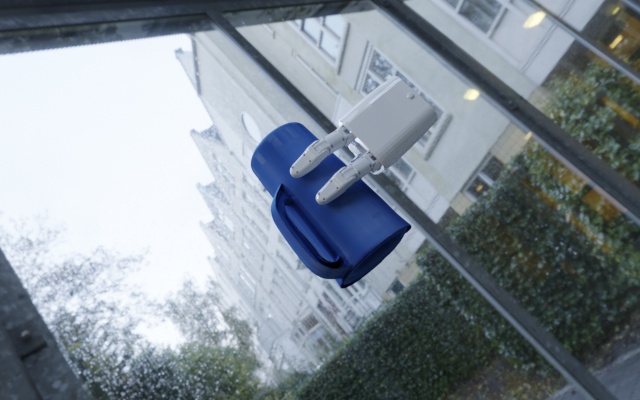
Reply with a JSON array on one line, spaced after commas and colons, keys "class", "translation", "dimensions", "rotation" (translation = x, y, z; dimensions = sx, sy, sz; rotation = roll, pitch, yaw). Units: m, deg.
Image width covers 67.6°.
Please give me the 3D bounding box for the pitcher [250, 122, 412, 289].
[{"class": "pitcher", "translation": [0.000, 0.002, 0.699], "dimensions": [0.145, 0.242, 0.149], "rotation": [-42, -18, -2]}]
